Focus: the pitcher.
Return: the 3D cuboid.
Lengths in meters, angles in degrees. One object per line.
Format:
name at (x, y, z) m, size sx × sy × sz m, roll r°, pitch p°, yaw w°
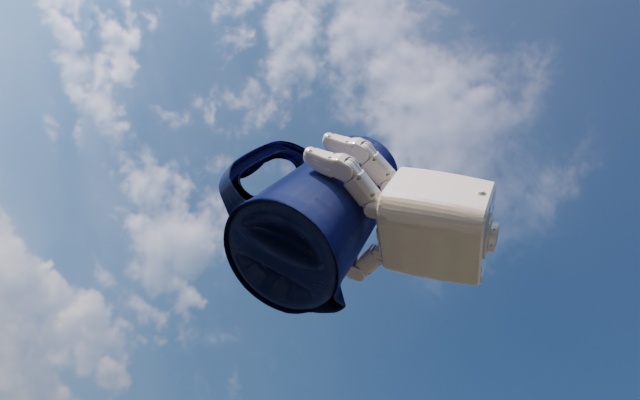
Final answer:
pitcher at (0.000, 0.002, 0.562) m, size 0.145 × 0.149 × 0.242 m, roll 9°, pitch 30°, yaw 24°
